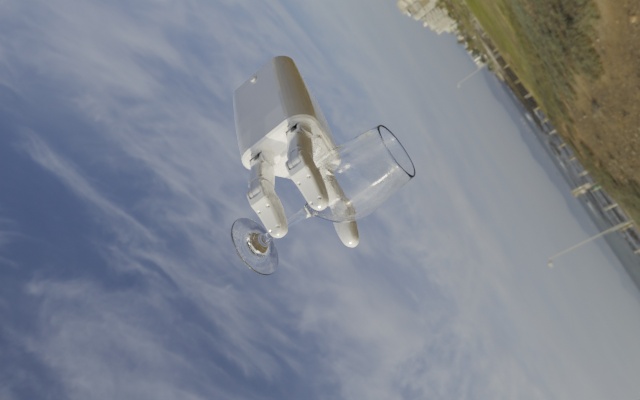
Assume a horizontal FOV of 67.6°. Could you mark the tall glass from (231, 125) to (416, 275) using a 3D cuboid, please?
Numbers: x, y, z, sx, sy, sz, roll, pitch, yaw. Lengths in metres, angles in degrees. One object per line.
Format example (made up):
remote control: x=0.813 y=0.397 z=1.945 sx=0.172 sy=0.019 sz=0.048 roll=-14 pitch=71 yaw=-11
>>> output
tall glass: x=0.000 y=0.002 z=0.508 sx=0.201 sy=0.079 sz=0.079 roll=-34 pitch=-15 yaw=24
